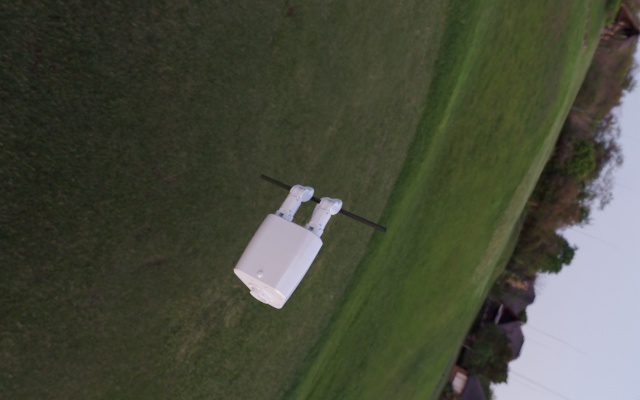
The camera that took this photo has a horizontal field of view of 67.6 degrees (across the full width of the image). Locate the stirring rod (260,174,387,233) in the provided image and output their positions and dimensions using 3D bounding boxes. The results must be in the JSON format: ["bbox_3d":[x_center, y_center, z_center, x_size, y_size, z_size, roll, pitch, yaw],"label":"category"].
[{"bbox_3d":[0.000,0.003,0.804,0.239,0.011,0.011,24,8,19],"label":"stirring rod"}]
